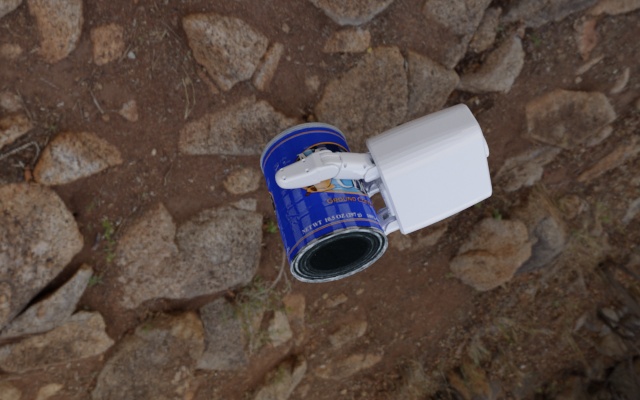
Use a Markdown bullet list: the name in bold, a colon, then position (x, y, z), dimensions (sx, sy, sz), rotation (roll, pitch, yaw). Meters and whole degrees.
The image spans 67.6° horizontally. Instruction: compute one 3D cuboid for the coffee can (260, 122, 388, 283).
- **coffee can**: position (0.000, 0.002, 0.513), dimensions (0.103, 0.140, 0.103), rotation (-14, -33, -9)
